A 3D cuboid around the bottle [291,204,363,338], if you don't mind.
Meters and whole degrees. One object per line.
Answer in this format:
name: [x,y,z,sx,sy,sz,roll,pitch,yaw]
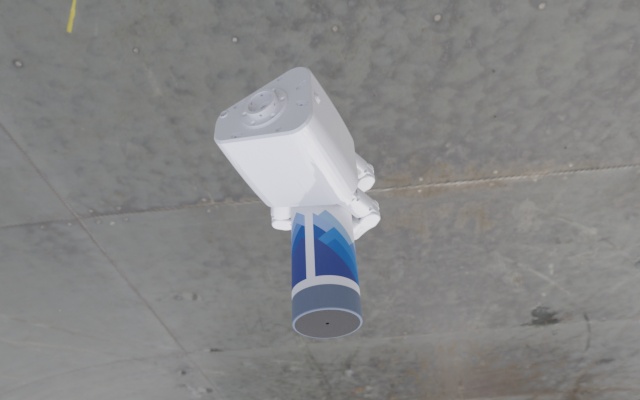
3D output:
bottle: [0.000,0.002,0.538,0.069,0.295,0.069,-2,-39,-2]
